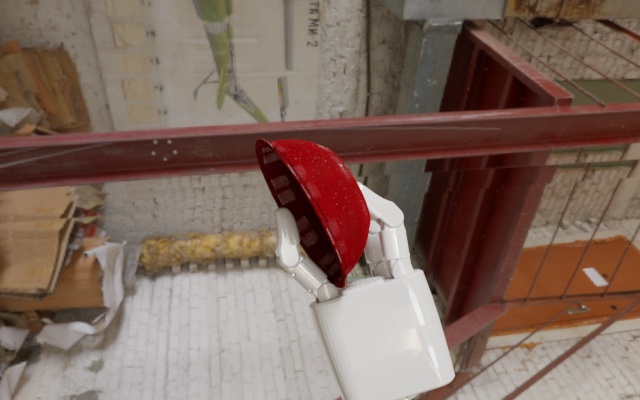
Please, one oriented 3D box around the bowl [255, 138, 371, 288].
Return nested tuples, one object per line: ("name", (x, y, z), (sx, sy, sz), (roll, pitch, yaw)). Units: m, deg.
("bowl", (0.000, 0.000, 0.460), (0.055, 0.162, 0.162), (-30, 8, -13))
